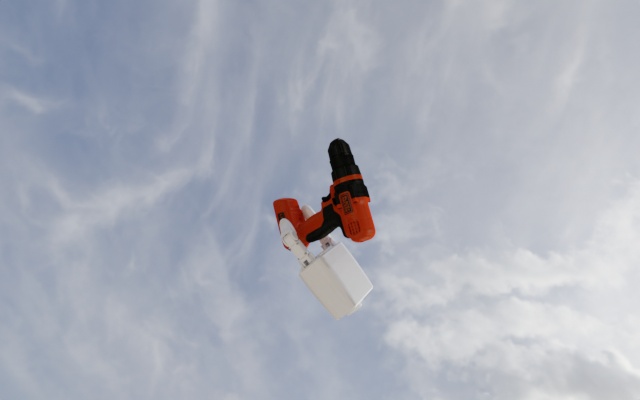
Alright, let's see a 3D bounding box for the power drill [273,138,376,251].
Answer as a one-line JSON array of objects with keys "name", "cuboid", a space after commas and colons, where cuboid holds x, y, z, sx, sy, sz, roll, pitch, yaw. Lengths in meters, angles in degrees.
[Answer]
[{"name": "power drill", "cuboid": [0.000, 0.003, 0.854, 0.188, 0.184, 0.057, -24, -16, 37]}]
